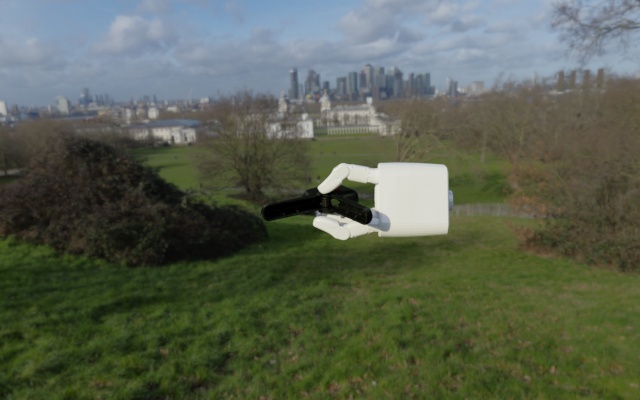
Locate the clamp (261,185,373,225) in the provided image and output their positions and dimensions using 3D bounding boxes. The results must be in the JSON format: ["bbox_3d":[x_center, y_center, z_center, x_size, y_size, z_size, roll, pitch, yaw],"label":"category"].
[{"bbox_3d":[0.000,0.002,0.776,0.164,0.036,0.210,1,12,5],"label":"clamp"}]
